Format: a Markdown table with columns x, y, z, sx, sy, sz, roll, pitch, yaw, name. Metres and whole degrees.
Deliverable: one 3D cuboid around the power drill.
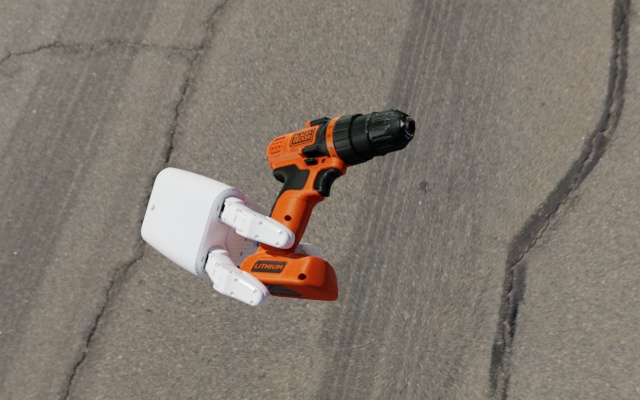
| x | y | z | sx | sy | sz | roll | pitch | yaw | name |
| --- | --- | --- | --- | --- | --- | --- | --- | --- | --- |
| 0.000 | 0.002 | 0.471 | 0.184 | 0.187 | 0.057 | -8 | -34 | 44 | power drill |
